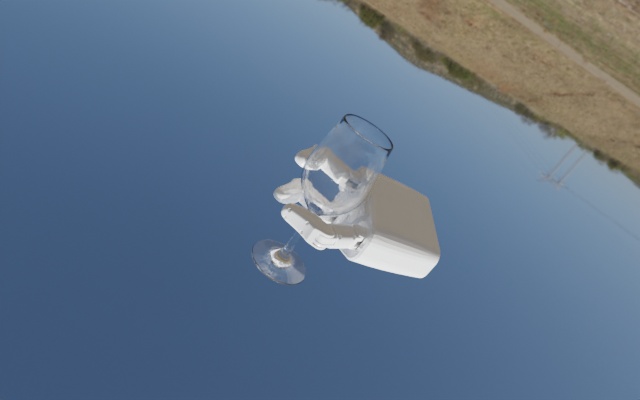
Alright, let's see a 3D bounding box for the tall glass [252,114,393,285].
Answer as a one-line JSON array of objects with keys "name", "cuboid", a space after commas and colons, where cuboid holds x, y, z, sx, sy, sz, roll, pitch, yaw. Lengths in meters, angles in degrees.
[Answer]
[{"name": "tall glass", "cuboid": [0.000, 0.002, 0.538, 0.079, 0.201, 0.079, 26, 28, -15]}]
